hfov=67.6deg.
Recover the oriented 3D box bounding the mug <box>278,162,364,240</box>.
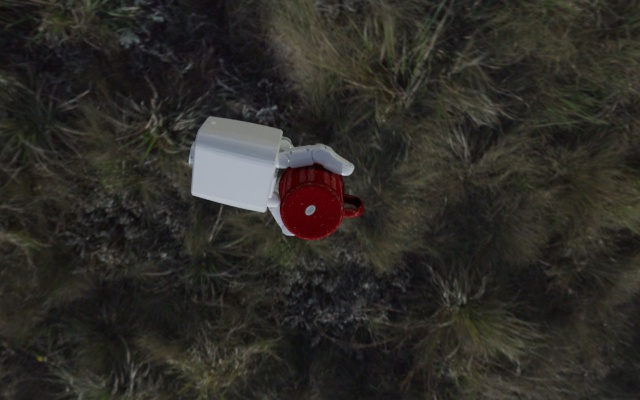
[{"bbox_3d":[0.001,0.003,0.630,0.117,0.093,0.081,12,22,-6],"label":"mug"}]
